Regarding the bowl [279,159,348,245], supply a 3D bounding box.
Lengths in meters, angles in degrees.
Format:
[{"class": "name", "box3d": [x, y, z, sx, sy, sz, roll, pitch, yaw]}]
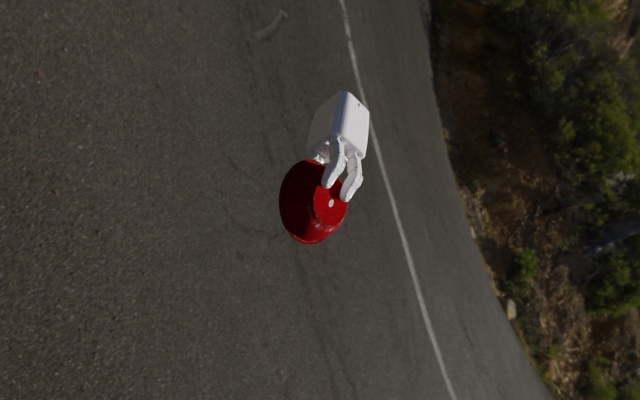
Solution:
[{"class": "bowl", "box3d": [0.000, 0.004, 0.887, 0.055, 0.162, 0.162, 0, 0, 44]}]
